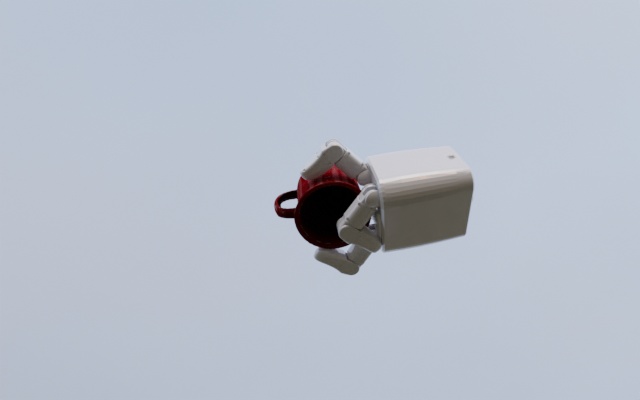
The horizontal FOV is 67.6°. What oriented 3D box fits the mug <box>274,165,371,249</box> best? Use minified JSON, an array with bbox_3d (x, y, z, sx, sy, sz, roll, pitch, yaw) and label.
[{"bbox_3d":[-0.001,0.002,0.603,0.117,0.093,0.081,-7,28,-2],"label":"mug"}]
